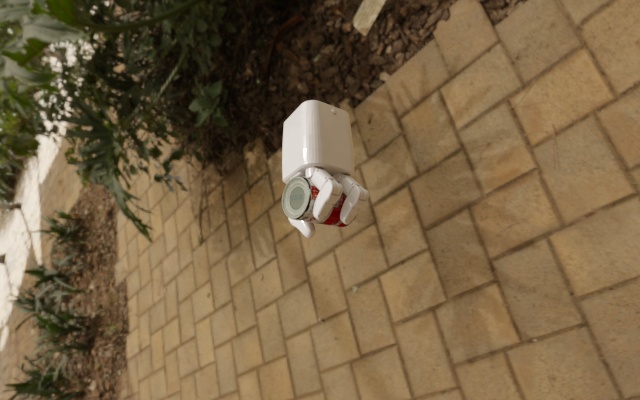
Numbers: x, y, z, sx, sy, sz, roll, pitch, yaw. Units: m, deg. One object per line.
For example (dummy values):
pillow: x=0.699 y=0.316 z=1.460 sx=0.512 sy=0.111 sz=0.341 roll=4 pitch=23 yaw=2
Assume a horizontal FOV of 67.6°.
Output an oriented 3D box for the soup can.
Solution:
soup can: x=0.000 y=0.003 z=0.739 sx=0.102 sy=0.068 sz=0.068 roll=11 pitch=-7 yaw=-41
